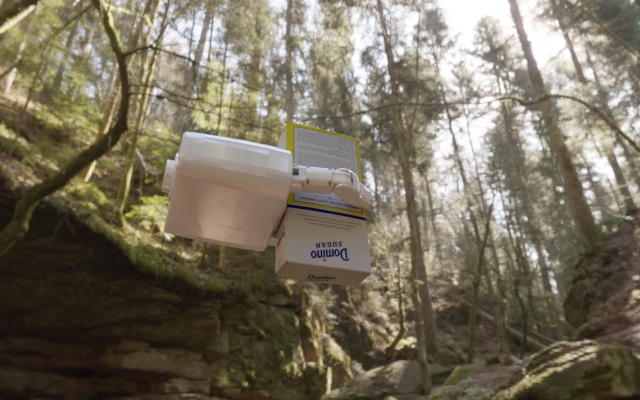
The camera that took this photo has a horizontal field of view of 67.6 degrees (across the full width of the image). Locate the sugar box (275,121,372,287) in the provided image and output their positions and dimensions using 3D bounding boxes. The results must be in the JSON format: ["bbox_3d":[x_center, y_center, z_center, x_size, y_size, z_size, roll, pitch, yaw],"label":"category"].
[{"bbox_3d":[0.000,0.002,0.522,0.093,0.176,0.048,11,-32,-19],"label":"sugar box"}]
